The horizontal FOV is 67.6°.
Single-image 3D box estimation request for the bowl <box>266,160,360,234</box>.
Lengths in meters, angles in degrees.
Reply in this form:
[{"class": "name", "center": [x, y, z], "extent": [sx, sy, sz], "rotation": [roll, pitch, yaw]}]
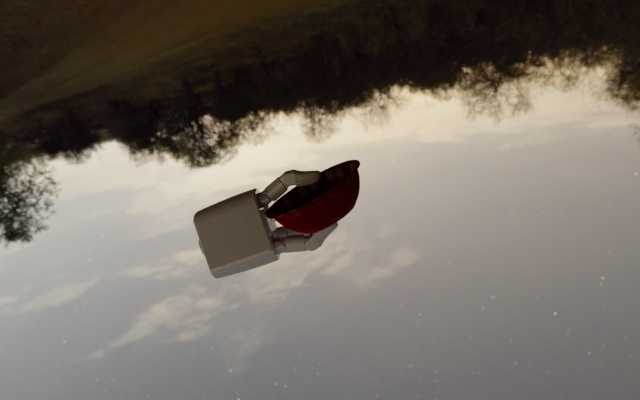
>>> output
[{"class": "bowl", "center": [0.001, 0.002, 0.716], "extent": [0.162, 0.055, 0.162], "rotation": [-29, 13, 7]}]
